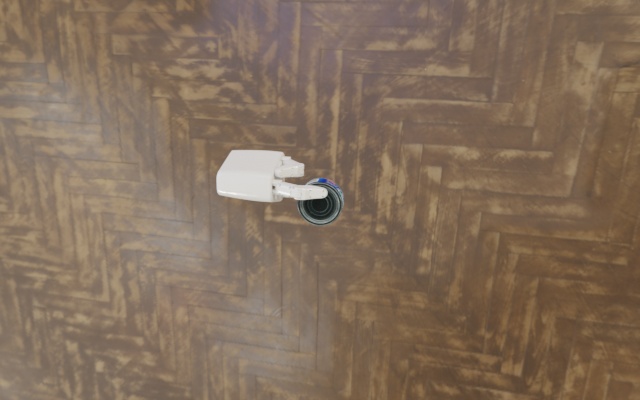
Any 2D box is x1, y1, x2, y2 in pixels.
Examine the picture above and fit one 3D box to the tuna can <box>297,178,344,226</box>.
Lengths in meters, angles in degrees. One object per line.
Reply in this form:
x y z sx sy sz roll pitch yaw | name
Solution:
0.000 0.003 0.885 0.086 0.086 0.033 0 16 7 | tuna can
